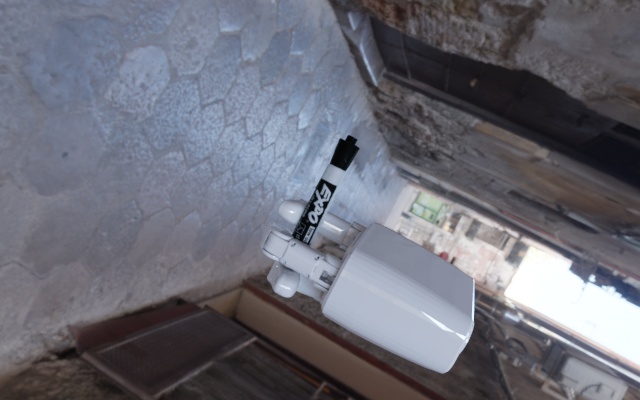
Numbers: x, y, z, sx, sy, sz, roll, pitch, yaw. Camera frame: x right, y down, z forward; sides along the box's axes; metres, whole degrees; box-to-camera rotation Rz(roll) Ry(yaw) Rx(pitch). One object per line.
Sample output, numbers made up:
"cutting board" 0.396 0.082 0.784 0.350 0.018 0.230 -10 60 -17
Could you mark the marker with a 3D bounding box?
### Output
"marker" 0.000 0.001 0.401 0.020 0.121 0.020 26 5 -2
